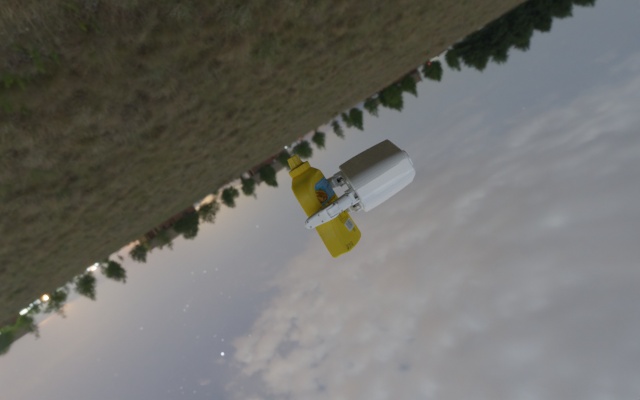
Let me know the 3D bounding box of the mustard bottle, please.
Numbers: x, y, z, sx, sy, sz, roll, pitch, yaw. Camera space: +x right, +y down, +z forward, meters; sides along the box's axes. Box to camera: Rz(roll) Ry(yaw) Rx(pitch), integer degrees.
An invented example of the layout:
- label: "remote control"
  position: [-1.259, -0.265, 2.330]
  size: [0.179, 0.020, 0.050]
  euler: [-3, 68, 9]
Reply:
- label: "mustard bottle"
  position: [0.000, 0.003, 0.854]
  size: [0.058, 0.191, 0.096]
  euler: [-28, 8, 26]
